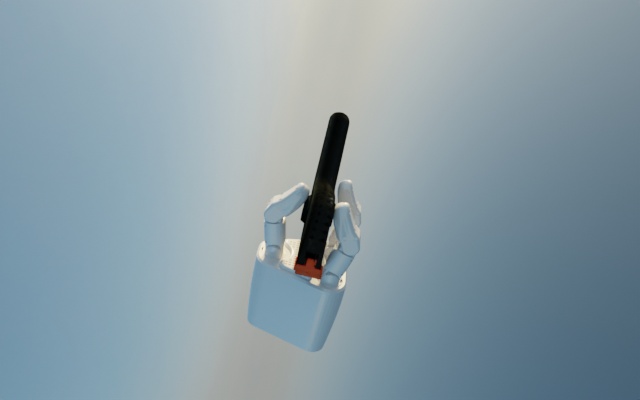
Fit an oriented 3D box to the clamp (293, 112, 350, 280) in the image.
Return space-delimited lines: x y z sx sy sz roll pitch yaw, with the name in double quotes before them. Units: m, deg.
"clamp" -0.001 0.002 0.541 0.036 0.165 0.210 13 29 -2
